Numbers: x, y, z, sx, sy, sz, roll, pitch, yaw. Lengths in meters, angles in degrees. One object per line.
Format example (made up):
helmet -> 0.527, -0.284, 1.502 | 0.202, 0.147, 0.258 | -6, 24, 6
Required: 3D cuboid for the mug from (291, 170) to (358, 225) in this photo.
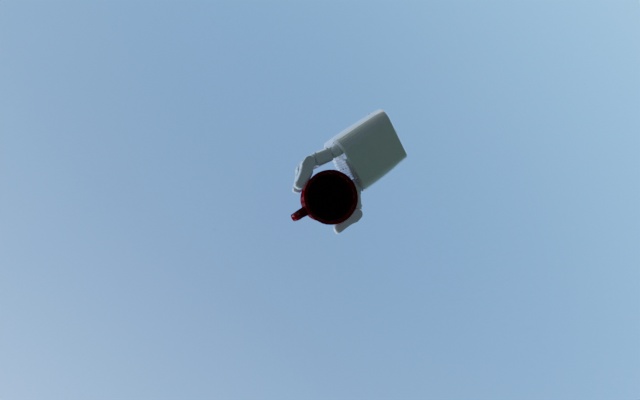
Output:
mug -> -0.001, 0.004, 0.833 | 0.117, 0.093, 0.081 | -33, 4, -11
